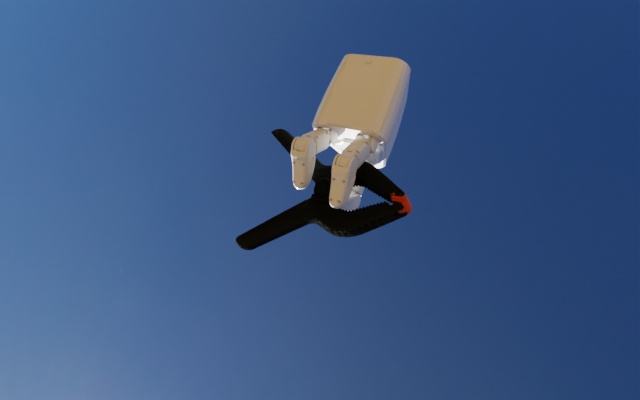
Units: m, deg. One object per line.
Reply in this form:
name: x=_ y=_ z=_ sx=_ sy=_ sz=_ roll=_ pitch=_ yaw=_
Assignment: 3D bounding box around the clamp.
clamp: x=0.001 y=0.002 z=0.567 sx=0.210 sy=0.164 sz=0.036 roll=15 pitch=-15 yaw=28
